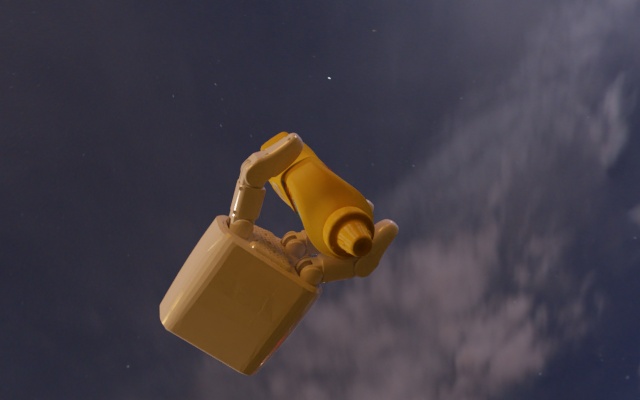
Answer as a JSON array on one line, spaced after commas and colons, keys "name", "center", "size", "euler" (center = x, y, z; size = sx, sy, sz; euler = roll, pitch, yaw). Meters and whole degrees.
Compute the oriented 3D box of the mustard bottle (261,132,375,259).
[{"name": "mustard bottle", "center": [0.000, 0.001, 0.440], "size": [0.058, 0.096, 0.191], "euler": [-34, 28, -4]}]
